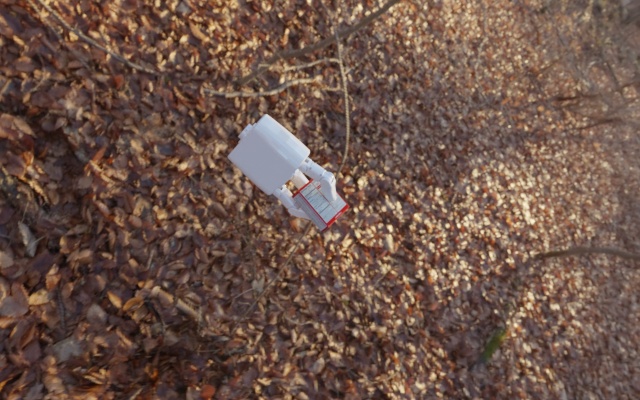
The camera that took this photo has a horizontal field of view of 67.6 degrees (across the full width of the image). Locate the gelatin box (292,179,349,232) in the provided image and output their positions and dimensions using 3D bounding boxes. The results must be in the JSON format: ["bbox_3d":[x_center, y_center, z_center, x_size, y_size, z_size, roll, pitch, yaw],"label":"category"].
[{"bbox_3d":[0.001,0.003,0.899,0.073,0.089,0.030,-42,1,-41],"label":"gelatin box"}]
